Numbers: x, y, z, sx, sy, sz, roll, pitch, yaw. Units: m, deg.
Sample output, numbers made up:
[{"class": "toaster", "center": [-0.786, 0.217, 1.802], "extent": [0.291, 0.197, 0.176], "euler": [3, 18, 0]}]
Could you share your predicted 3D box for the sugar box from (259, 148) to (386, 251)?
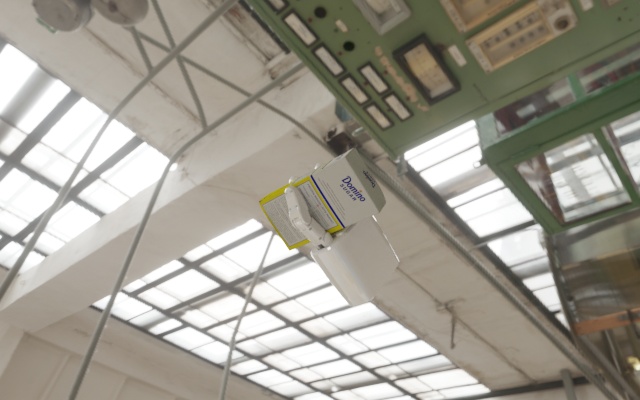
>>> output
[{"class": "sugar box", "center": [0.000, 0.002, 0.701], "extent": [0.176, 0.093, 0.048], "euler": [-26, 12, 33]}]
